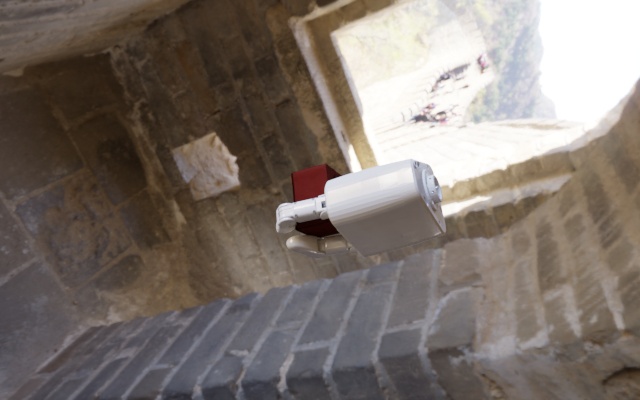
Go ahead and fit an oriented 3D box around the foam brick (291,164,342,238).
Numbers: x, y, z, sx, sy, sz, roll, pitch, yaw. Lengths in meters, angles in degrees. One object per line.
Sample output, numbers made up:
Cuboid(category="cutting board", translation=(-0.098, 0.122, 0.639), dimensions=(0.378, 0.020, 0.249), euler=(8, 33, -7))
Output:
Cuboid(category="foam brick", translation=(0.000, 0.002, 0.599), dimensions=(0.051, 0.078, 0.053), euler=(-17, -24, 24))
